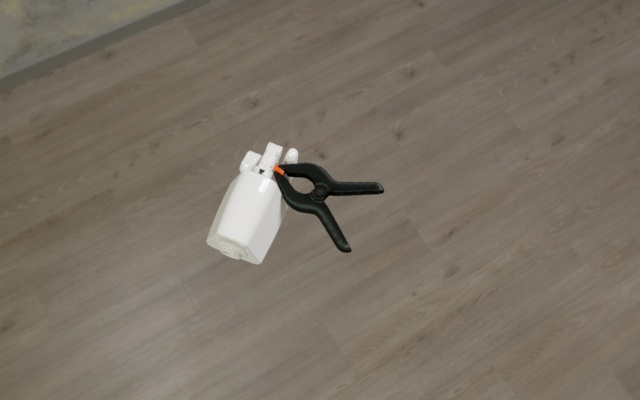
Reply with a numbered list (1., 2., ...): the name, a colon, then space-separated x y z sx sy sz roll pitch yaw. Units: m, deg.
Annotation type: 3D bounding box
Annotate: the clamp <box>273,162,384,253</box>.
1. clamp: 0.000 0.002 0.726 0.171 0.120 0.039 20 -22 6
